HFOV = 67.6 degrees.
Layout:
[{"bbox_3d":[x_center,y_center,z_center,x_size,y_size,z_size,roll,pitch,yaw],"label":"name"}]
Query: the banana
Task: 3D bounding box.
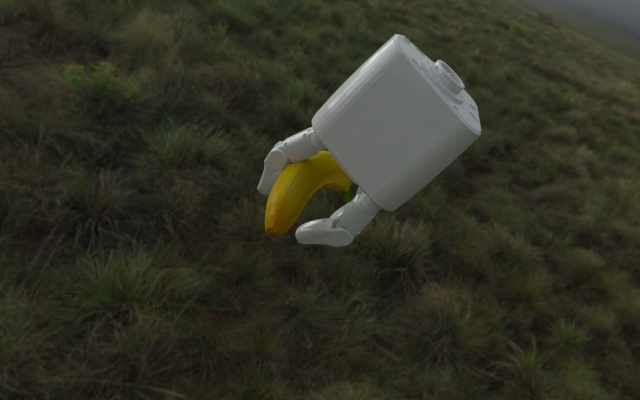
[{"bbox_3d":[-0.005,-0.016,0.492,0.037,0.069,0.198,-21,-1,28],"label":"banana"}]
